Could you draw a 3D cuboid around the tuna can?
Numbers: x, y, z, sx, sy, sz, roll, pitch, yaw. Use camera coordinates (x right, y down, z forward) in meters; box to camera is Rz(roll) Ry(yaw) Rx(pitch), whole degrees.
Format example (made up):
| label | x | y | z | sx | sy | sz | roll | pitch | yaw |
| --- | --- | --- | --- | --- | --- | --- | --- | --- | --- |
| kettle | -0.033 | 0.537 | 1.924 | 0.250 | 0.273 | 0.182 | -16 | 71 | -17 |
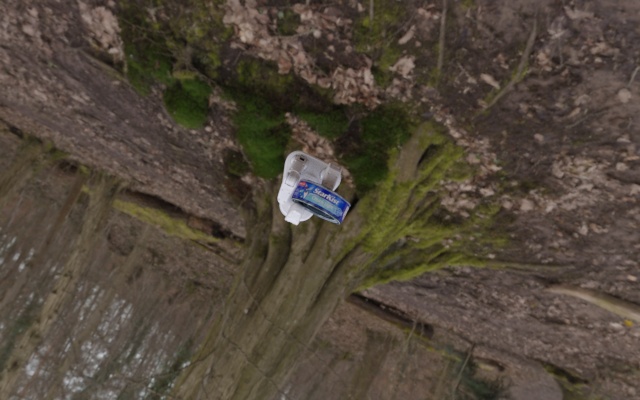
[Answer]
| label | x | y | z | sx | sy | sz | roll | pitch | yaw |
| --- | --- | --- | --- | --- | --- | --- | --- | --- | --- |
| tuna can | 0.000 | 0.003 | 0.718 | 0.086 | 0.033 | 0.086 | 26 | -9 | 4 |
